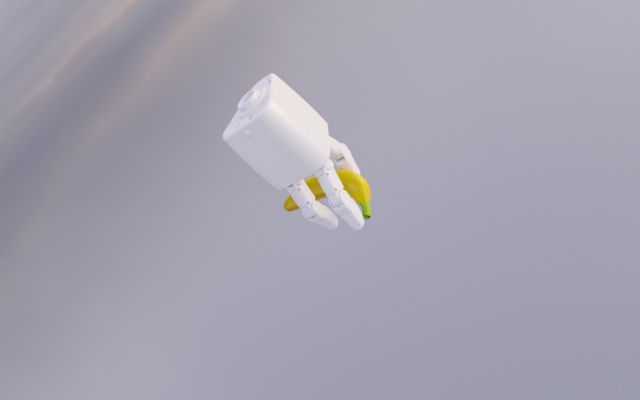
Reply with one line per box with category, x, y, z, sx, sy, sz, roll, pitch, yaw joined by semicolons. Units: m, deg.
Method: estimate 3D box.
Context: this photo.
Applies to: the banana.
banana;0.011;-0.013;0.715;0.037;0.069;0.198;40;-22;-31
